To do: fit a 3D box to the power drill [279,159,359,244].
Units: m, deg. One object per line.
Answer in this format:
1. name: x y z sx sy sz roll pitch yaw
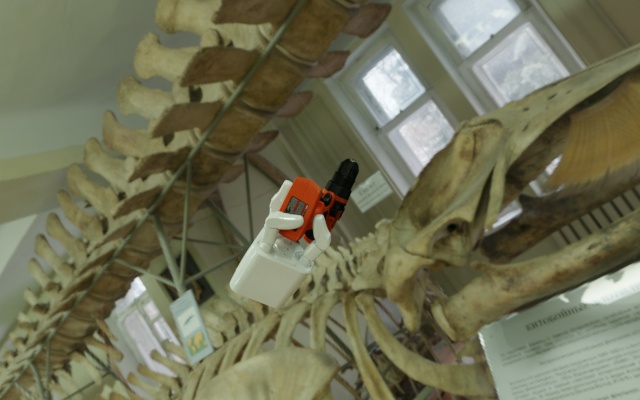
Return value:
1. power drill: 0.000 0.003 0.860 0.057 0.184 0.187 28 8 20
